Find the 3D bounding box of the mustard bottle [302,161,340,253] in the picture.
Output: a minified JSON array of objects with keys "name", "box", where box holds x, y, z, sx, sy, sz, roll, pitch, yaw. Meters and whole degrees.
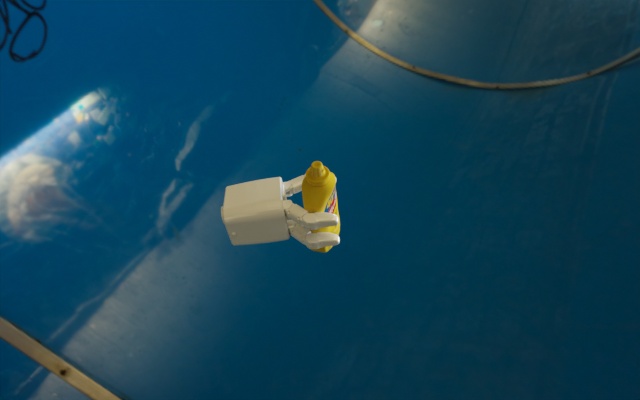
[{"name":"mustard bottle","box":[0.000,0.003,0.859,0.058,0.096,0.192,10,-39,15]}]
